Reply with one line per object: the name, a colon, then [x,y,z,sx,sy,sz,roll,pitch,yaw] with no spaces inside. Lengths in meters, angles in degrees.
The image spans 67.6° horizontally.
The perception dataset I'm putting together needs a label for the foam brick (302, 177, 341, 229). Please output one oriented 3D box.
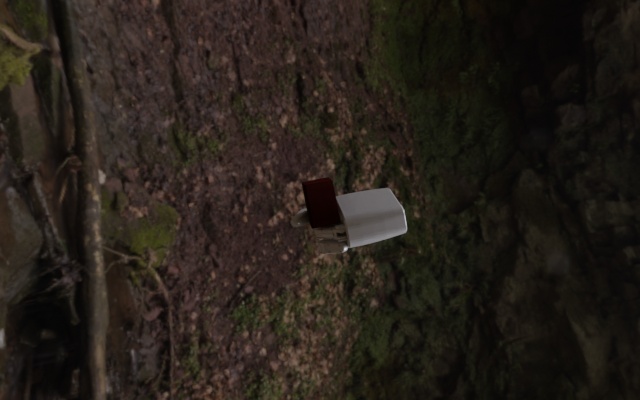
foam brick: [0.000,0.002,0.835,0.051,0.078,0.053,-12,12,-4]
